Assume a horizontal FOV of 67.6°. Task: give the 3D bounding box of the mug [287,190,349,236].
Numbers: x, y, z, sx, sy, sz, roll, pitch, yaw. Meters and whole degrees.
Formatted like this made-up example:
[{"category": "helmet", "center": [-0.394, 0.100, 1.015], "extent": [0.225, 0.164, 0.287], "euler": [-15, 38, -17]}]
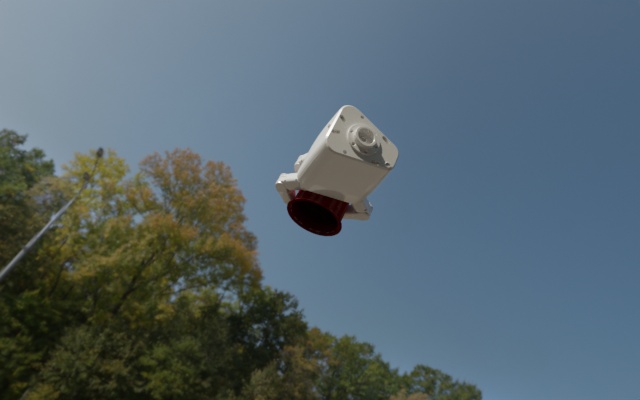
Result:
[{"category": "mug", "center": [0.000, 0.003, 0.777], "extent": [0.093, 0.081, 0.117], "euler": [31, -33, -7]}]
